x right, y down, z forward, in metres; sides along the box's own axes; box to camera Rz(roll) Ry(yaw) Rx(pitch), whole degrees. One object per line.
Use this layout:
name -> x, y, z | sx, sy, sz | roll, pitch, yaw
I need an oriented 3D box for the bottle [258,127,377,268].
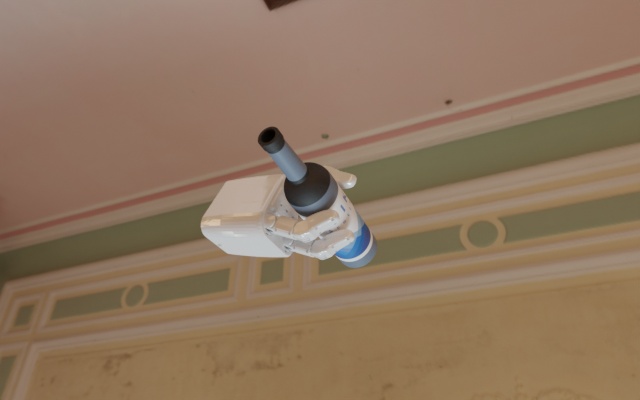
bottle -> 0.000, 0.002, 0.646 | 0.069, 0.069, 0.296 | 0, -30, 27
